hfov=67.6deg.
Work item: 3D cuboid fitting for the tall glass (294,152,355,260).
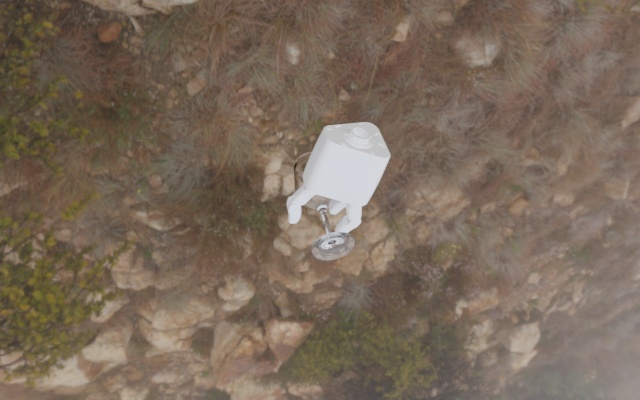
[{"bbox_3d":[0.000,0.003,0.848,0.079,0.201,0.079,-9,-41,-8],"label":"tall glass"}]
